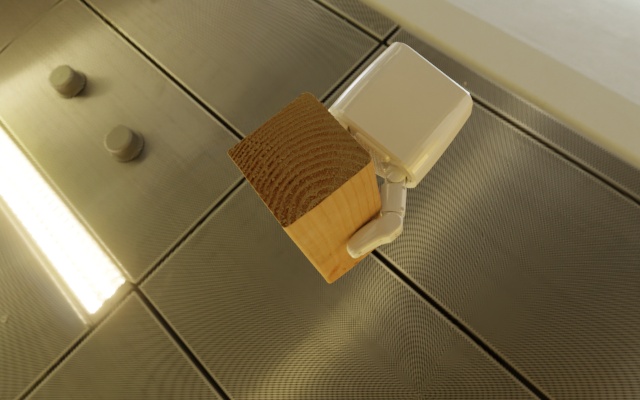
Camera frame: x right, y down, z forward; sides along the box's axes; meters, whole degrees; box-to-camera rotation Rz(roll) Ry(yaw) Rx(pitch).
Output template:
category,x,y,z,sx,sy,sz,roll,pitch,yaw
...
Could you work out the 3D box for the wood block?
category,x,y,z,sx,sy,sz,roll,pitch,yaw
wood block,0.001,0.002,0.475,0.090,0.090,0.206,-38,-24,-5
